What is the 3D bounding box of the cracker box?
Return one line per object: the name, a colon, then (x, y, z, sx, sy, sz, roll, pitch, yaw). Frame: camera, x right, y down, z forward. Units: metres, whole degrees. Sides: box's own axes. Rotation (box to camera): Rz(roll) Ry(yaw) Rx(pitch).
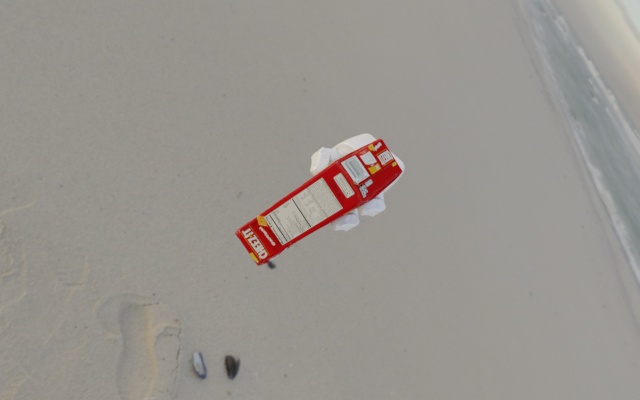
cracker box: (0.000, 0.002, 0.719, 0.214, 0.072, 0.164, -33, 0, 33)
